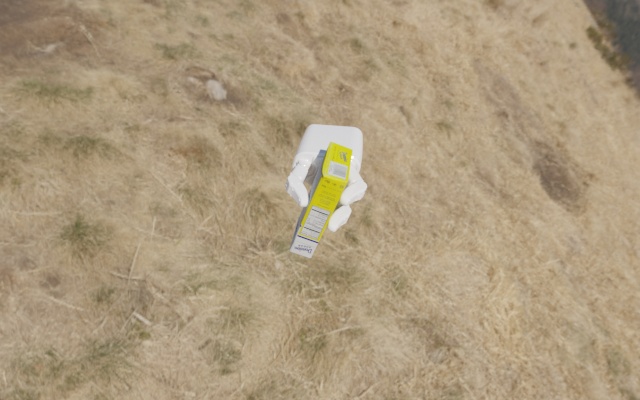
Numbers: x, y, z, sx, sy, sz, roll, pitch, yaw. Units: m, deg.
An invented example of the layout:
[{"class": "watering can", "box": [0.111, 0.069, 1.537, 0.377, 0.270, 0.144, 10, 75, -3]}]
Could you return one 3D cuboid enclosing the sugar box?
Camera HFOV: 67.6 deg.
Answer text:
[{"class": "sugar box", "box": [0.001, 0.003, 0.778, 0.048, 0.176, 0.093, 18, 40, -4]}]
